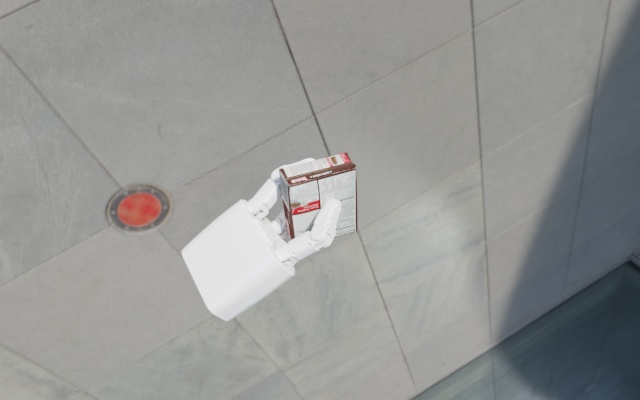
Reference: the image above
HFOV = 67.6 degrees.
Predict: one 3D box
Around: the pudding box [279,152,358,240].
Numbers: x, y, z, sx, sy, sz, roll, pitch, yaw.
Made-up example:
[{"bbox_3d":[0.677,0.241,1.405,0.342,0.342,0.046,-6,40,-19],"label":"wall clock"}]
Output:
[{"bbox_3d":[0.000,0.002,0.604,0.090,0.114,0.039,-16,45,-13],"label":"pudding box"}]
